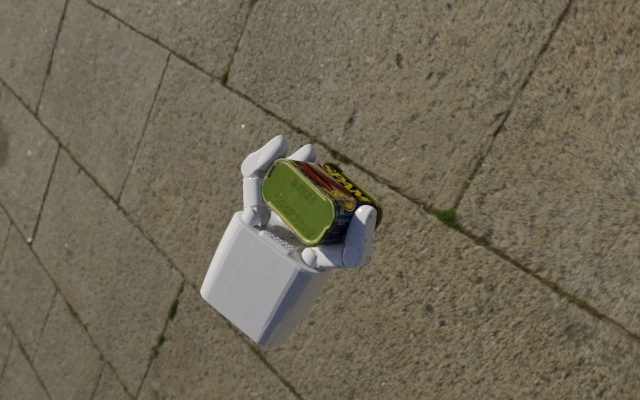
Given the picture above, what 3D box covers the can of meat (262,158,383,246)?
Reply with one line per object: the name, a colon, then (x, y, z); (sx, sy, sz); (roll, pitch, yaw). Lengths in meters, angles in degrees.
can of meat: (0.000, 0.002, 0.491); (0.102, 0.057, 0.084); (43, 23, 30)
